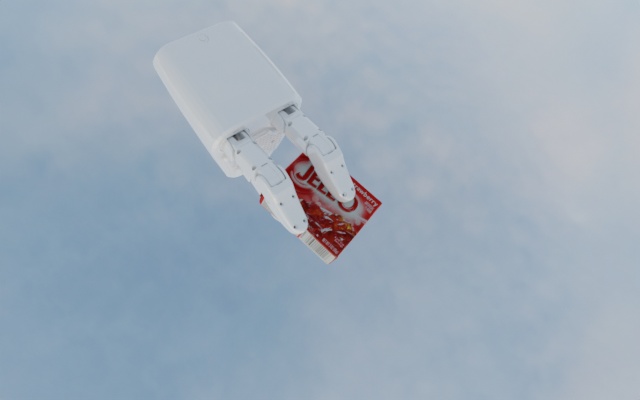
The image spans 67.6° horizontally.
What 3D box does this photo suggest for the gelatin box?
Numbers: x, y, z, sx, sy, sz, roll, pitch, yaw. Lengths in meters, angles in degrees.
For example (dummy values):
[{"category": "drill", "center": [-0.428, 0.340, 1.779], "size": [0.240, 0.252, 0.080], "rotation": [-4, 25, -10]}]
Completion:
[{"category": "gelatin box", "center": [0.000, 0.002, 0.440], "size": [0.073, 0.089, 0.030], "rotation": [-47, -1, -27]}]
